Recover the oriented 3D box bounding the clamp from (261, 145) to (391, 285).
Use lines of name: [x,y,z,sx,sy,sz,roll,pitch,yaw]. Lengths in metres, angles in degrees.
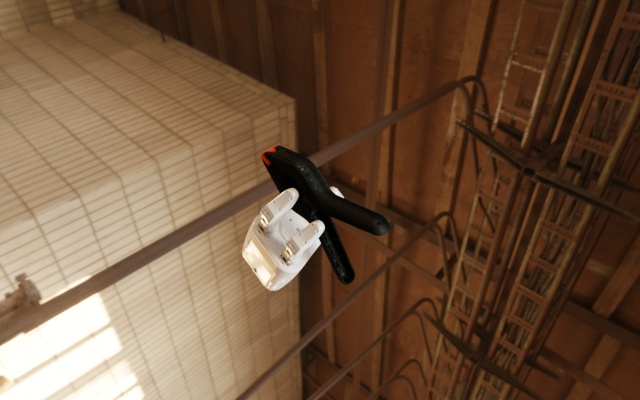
clamp: [0.000,0.001,0.619,0.036,0.210,0.165,-33,-12,-30]
